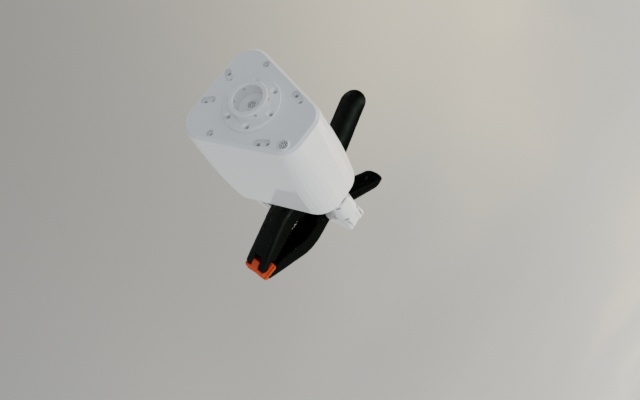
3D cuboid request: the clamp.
[{"bbox_3d":[0.000,0.002,0.533,0.036,0.210,0.165,30,-12,29],"label":"clamp"}]
